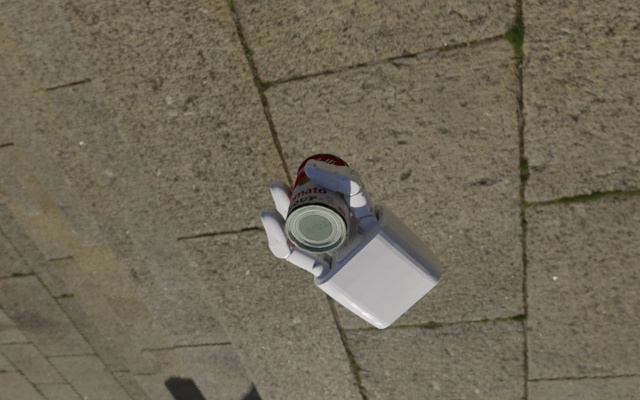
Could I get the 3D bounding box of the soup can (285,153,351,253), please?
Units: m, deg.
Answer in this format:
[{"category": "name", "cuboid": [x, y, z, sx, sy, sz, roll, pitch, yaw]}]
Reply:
[{"category": "soup can", "cuboid": [0.000, 0.002, 0.535, 0.068, 0.069, 0.102, 0, 35, 7]}]
